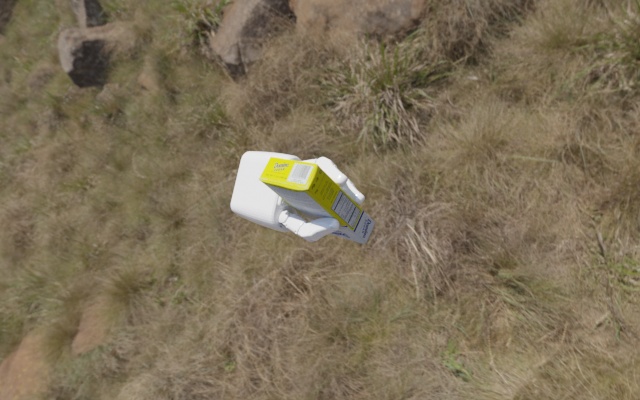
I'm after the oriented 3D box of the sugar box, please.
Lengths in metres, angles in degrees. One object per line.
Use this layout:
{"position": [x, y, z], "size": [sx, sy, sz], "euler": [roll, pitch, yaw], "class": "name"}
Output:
{"position": [0.000, 0.002, 0.704], "size": [0.093, 0.048, 0.176], "euler": [14, -17, 40], "class": "sugar box"}
